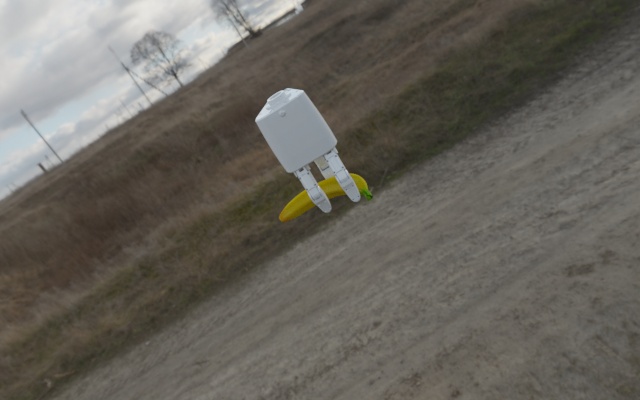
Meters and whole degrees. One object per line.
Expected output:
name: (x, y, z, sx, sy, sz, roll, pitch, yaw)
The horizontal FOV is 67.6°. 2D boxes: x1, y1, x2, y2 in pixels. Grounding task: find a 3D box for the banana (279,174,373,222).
banana: (0.008, -0.010, 0.878, 0.198, 0.037, 0.069, -17, 33, 31)
